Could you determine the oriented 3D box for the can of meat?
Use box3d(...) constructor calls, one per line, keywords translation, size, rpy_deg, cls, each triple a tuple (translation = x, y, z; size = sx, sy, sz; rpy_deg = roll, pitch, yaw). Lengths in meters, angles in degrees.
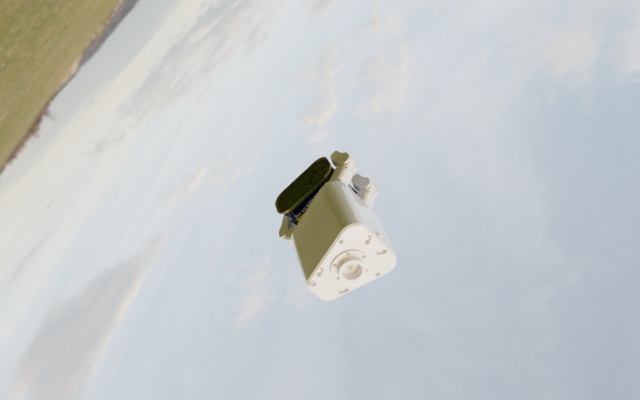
box3d(translation=(0.000, 0.003, 0.693), size=(0.084, 0.102, 0.057), rpy_deg=(43, 9, -28), cls="can of meat")
